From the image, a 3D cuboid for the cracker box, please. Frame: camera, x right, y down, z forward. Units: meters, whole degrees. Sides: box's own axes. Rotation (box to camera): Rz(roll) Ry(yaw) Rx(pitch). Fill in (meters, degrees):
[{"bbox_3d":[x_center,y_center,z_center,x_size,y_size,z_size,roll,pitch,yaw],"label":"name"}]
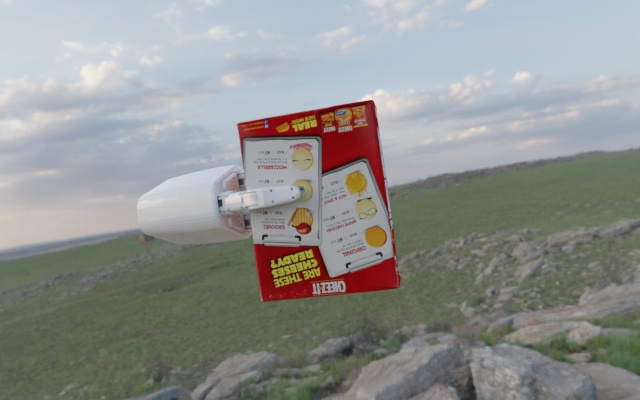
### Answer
[{"bbox_3d":[0.000,0.002,0.572,0.164,0.213,0.072,-8,1,12],"label":"cracker box"}]
